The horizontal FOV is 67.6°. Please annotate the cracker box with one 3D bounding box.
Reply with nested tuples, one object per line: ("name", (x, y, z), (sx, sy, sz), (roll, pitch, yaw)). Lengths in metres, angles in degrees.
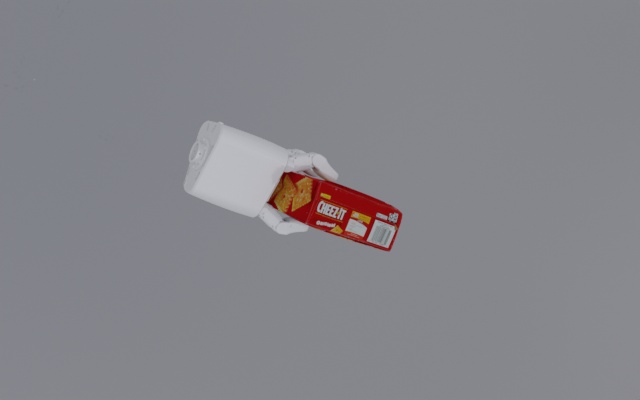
("cracker box", (0.000, 0.003, 0.760), (0.164, 0.072, 0.213), (20, 2, -33))
